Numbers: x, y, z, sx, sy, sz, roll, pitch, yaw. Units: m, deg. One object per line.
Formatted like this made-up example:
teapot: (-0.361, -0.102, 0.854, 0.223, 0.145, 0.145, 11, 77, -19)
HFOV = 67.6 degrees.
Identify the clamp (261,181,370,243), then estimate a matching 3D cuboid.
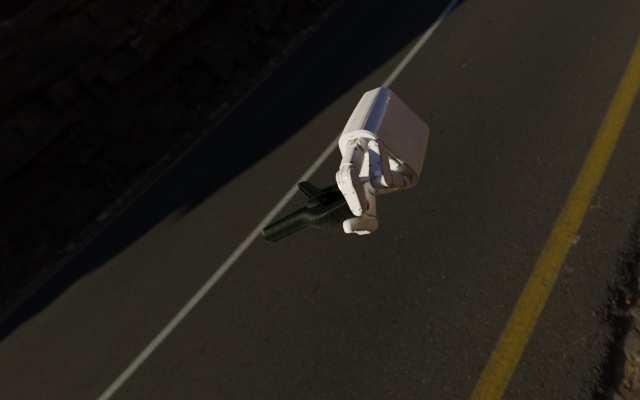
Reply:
clamp: (0.000, 0.002, 0.673, 0.171, 0.120, 0.039, -13, -50, 37)
